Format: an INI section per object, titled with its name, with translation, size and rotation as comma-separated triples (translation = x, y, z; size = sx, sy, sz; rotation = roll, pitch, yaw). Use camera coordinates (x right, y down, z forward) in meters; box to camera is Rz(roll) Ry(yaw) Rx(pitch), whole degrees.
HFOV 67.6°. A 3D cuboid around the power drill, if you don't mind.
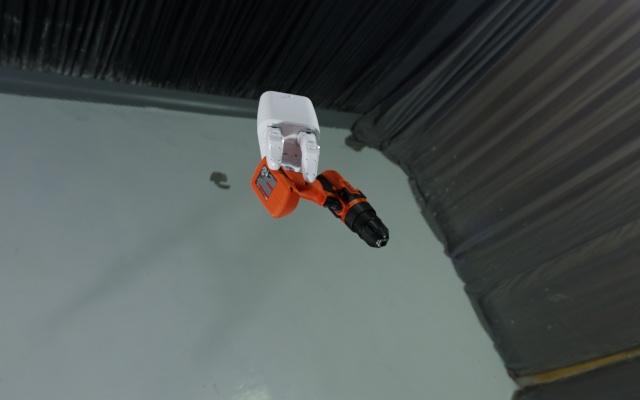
[power drill]
translation = 0.000, 0.002, 0.728
size = 0.188, 0.057, 0.184
rotation = 14, 24, -41
